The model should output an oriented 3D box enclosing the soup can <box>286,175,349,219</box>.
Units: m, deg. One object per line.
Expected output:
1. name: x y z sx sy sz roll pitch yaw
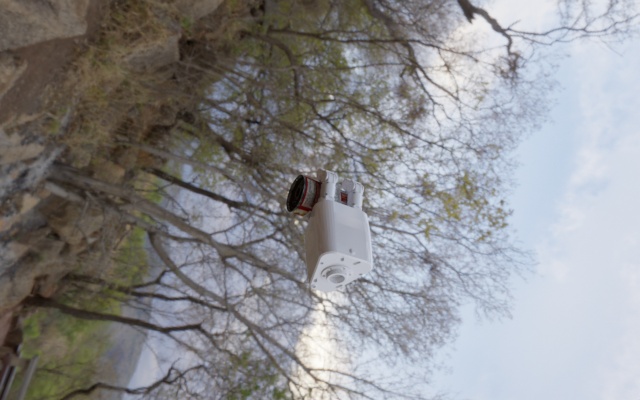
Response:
1. soup can: 0.000 0.003 0.842 0.102 0.068 0.068 19 -8 -23
